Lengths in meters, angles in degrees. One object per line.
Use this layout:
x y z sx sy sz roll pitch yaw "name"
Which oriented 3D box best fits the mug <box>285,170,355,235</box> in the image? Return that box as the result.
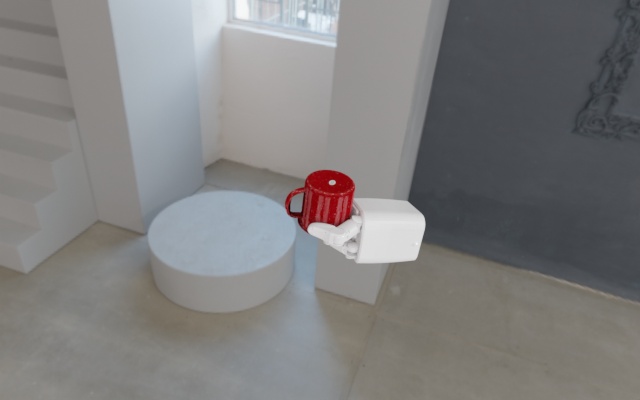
-0.001 0.002 0.780 0.117 0.081 0.093 0 34 -12 "mug"
